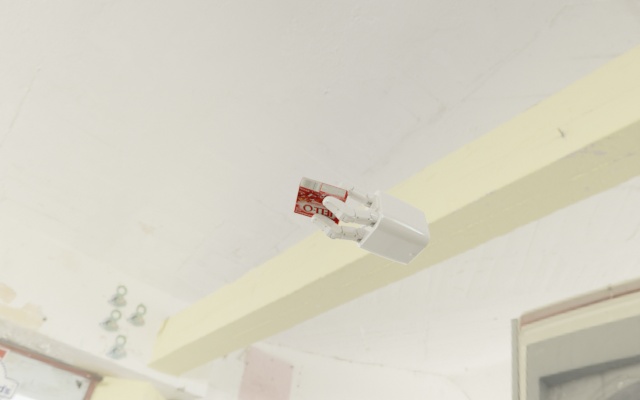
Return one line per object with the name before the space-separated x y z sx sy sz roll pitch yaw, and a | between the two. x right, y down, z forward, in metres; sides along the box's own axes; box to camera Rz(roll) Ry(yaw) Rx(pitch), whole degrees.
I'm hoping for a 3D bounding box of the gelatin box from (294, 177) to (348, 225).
gelatin box | 0.000 0.002 0.879 0.089 0.030 0.073 17 -44 2
